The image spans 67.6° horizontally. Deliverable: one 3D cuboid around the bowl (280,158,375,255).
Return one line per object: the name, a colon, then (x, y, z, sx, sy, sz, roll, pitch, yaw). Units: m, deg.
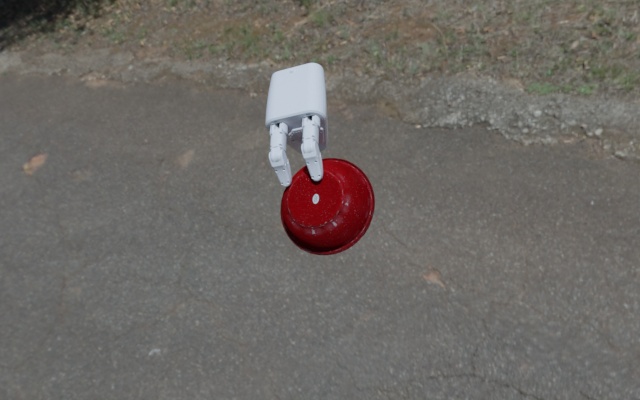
bowl: (0.000, 0.004, 0.745, 0.162, 0.162, 0.055, 0, -13, 21)
